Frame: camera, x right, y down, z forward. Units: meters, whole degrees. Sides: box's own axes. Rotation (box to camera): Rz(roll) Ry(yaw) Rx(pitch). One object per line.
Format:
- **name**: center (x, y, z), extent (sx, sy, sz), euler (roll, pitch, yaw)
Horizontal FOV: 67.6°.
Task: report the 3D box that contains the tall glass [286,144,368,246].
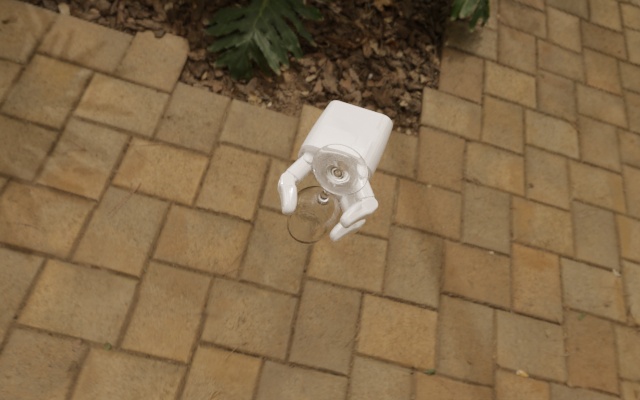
- **tall glass**: center (0.000, 0.002, 0.687), extent (0.079, 0.079, 0.201), euler (0, -26, -17)
